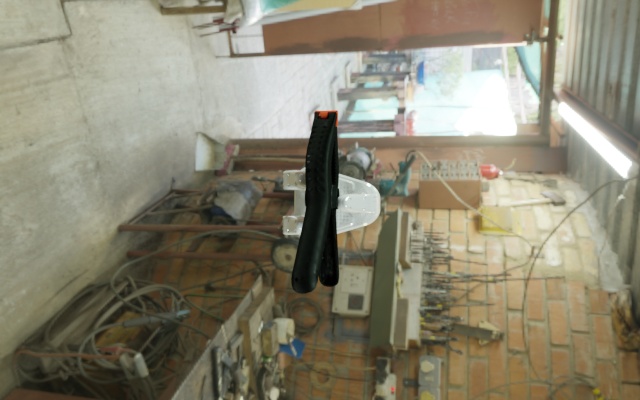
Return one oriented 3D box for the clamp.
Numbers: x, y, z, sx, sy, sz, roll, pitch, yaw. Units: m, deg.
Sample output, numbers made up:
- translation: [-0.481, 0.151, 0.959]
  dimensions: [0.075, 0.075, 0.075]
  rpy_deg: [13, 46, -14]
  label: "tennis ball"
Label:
- translation: [0.001, 0.001, 0.524]
  dimensions: [0.036, 0.210, 0.164]
  rpy_deg: [1, 0, 10]
  label: "clamp"
